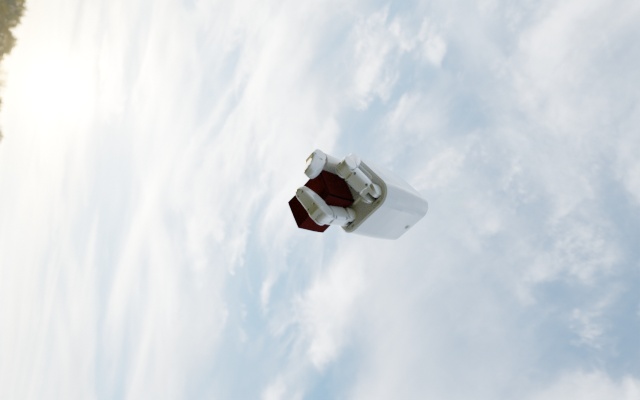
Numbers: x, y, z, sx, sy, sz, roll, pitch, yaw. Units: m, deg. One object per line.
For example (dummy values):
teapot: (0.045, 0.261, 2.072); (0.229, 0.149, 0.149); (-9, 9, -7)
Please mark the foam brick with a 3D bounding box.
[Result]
foam brick: (0.000, 0.002, 0.696); (0.051, 0.053, 0.078); (14, -49, -41)
